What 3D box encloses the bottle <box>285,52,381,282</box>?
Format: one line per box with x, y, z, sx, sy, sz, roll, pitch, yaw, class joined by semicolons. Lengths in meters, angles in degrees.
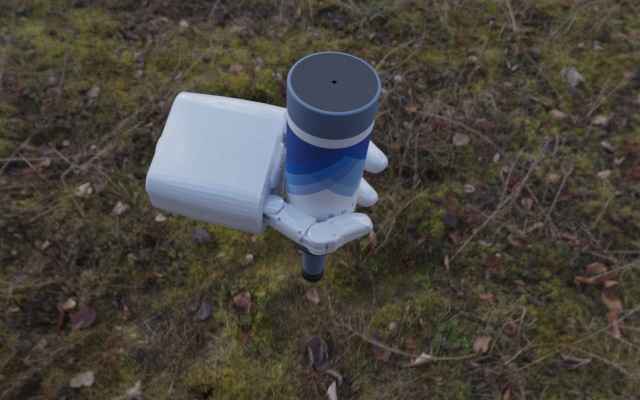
0.000;0.001;0.453;0.069;0.069;0.296;0;-35;-5;bottle
